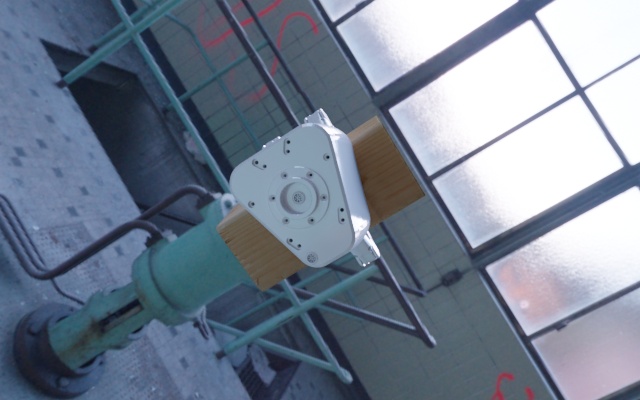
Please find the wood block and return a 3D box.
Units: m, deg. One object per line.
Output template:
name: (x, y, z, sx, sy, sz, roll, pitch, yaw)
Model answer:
wood block: (0.000, 0.002, 0.537, 0.206, 0.091, 0.090, -31, 11, 11)
